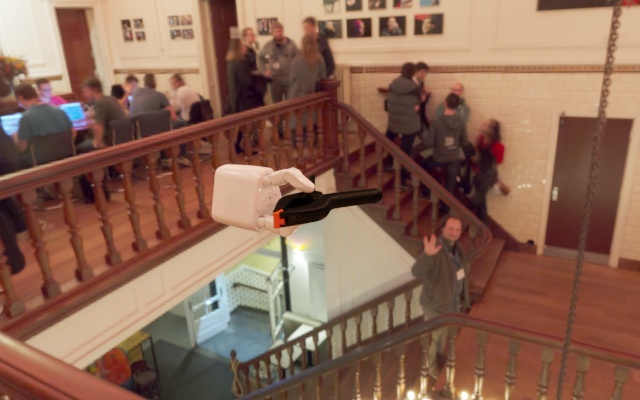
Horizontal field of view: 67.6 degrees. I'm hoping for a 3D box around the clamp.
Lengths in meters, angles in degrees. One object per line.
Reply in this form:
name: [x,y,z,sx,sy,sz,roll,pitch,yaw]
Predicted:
clamp: [0.000,0.002,0.824,0.164,0.036,0.210,10,23,29]
